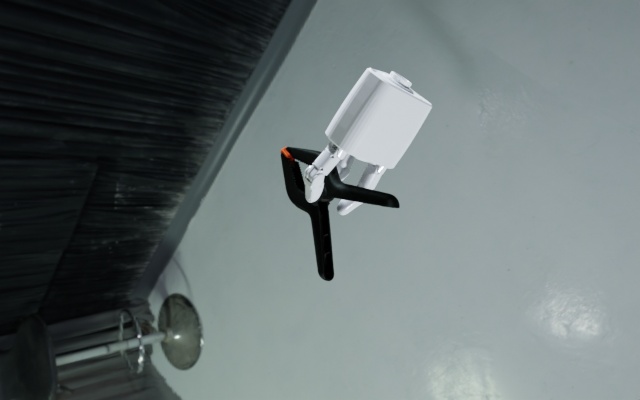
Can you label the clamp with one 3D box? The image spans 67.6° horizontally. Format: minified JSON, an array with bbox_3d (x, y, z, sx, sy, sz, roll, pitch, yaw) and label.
[{"bbox_3d":[-0.001,0.002,0.707,0.210,0.164,0.036,46,23,29],"label":"clamp"}]
